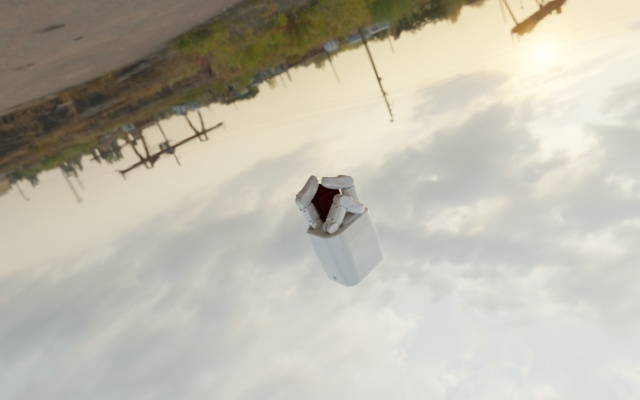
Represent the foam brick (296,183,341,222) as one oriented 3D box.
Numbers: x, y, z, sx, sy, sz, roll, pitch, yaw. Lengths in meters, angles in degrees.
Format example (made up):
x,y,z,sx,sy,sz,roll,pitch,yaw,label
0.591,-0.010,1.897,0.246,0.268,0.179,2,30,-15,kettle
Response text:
x,y,z,sx,sy,sz,roll,pitch,yaw,label
0.000,0.003,0.880,0.053,0.051,0.078,-31,19,-24,foam brick
